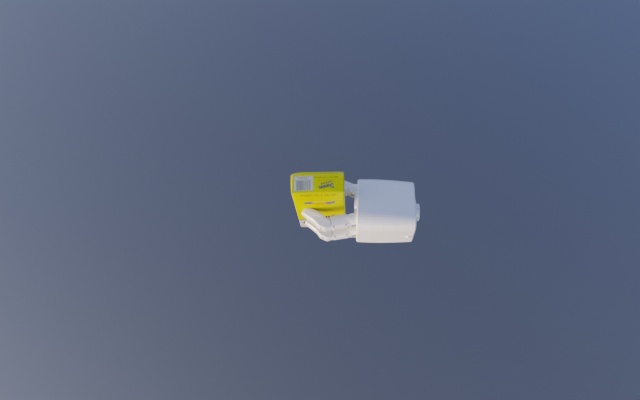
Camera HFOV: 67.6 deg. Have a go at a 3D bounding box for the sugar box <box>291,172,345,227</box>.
[{"bbox_3d":[0.000,0.003,0.892,0.093,0.048,0.176,-1,-25,4],"label":"sugar box"}]
